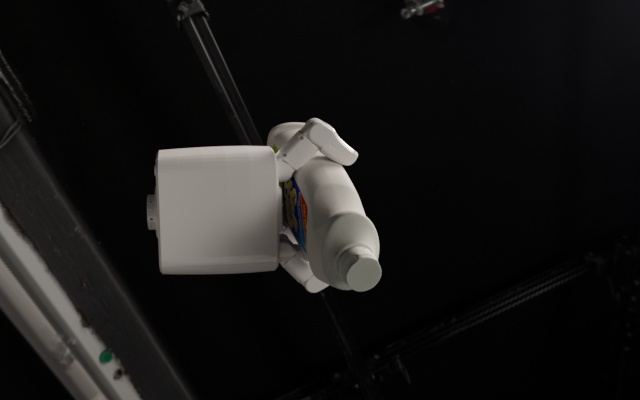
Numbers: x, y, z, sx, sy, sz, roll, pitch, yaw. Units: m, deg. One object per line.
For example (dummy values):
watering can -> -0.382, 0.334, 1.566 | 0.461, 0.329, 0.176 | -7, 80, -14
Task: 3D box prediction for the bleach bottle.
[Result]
bleach bottle -> 0.000, 0.002, 0.463 | 0.068, 0.103, 0.250 | -2, 22, -16
